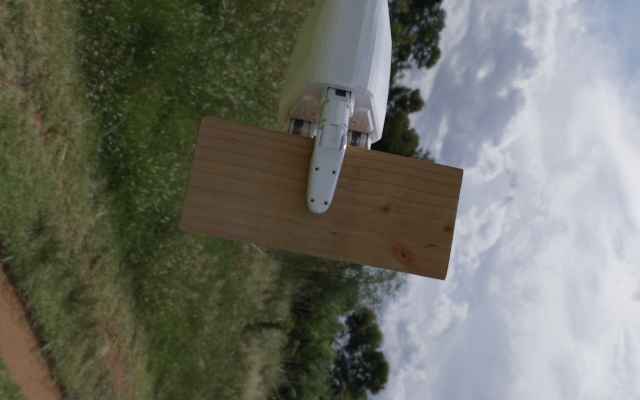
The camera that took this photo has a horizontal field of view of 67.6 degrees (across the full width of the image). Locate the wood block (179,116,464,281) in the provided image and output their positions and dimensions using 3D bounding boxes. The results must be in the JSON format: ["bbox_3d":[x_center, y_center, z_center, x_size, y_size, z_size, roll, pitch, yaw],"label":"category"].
[{"bbox_3d":[0.000,0.001,0.404,0.206,0.090,0.091,11,-5,-2],"label":"wood block"}]
